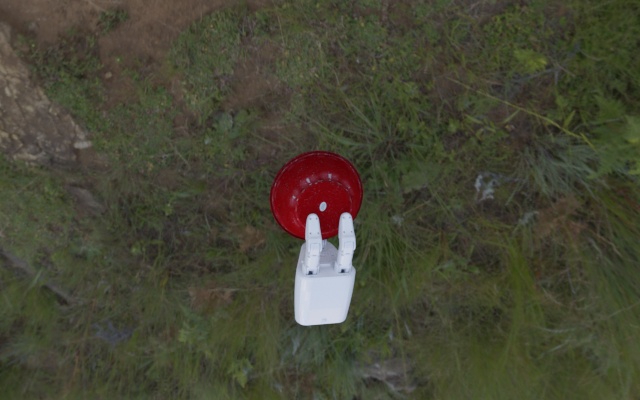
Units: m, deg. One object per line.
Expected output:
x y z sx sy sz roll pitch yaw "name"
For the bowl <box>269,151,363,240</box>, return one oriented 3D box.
0.000 0.001 0.780 0.162 0.162 0.055 0 19 -13 "bowl"
